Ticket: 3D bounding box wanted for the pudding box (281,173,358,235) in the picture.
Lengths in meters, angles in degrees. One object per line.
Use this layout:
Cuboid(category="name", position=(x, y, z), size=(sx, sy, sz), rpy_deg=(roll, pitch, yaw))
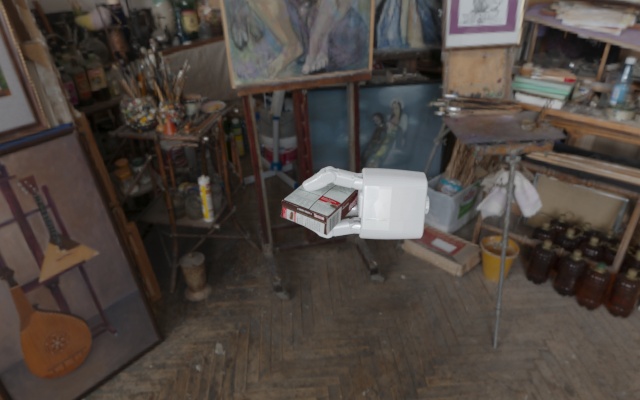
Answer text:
Cuboid(category="pudding box", position=(0.000, 0.003, 0.807), size=(0.090, 0.039, 0.113), rpy_deg=(20, 35, 23))
